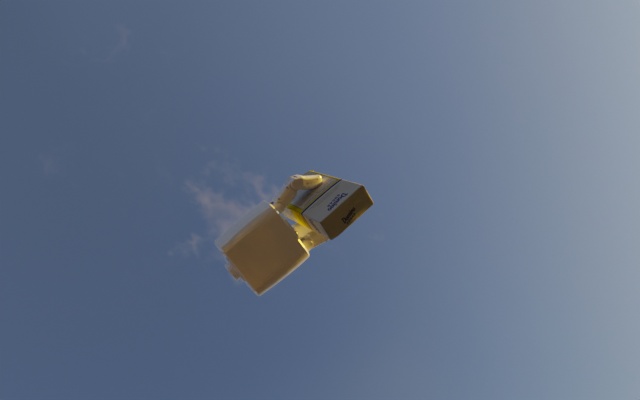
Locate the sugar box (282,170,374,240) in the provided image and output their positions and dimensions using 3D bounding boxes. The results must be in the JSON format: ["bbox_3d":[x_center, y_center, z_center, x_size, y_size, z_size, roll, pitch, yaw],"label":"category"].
[{"bbox_3d":[0.000,0.003,0.791,0.093,0.048,0.176,-40,29,-15],"label":"sugar box"}]
